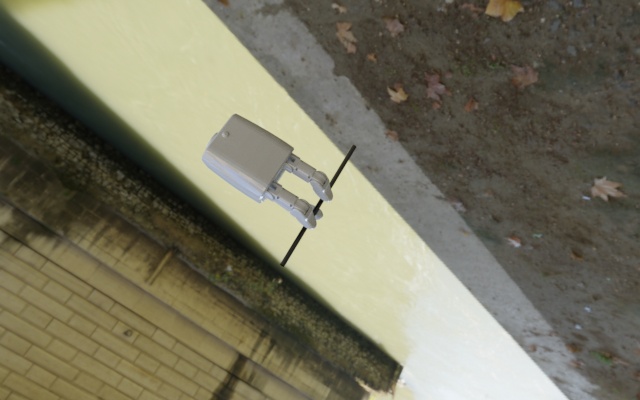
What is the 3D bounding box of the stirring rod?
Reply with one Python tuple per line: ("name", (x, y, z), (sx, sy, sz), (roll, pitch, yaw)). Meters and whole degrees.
("stirring rod", (0.000, 0.002, 0.757), (0.011, 0.239, 0.011), (26, -25, 13))
